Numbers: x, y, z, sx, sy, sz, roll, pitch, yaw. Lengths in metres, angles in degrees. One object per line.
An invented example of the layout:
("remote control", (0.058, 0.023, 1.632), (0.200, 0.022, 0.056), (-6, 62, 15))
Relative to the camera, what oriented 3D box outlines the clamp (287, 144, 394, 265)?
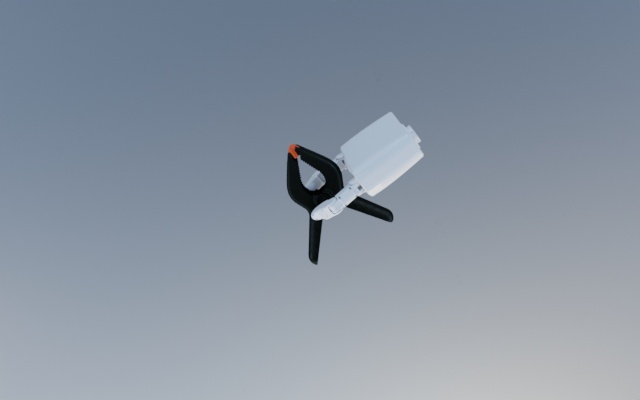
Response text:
("clamp", (0.000, 0.002, 0.801), (0.164, 0.210, 0.036), (-38, 17, 10))
